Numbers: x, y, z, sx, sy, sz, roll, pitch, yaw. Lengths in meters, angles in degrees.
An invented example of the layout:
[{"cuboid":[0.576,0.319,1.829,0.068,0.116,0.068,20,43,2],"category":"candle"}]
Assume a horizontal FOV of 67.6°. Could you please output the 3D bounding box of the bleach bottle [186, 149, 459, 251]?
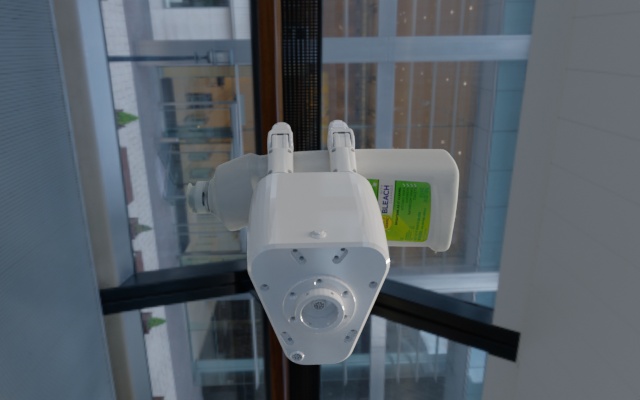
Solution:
[{"cuboid":[0.000,0.001,0.467,0.251,0.103,0.068,-2,27,-3],"category":"bleach bottle"}]
